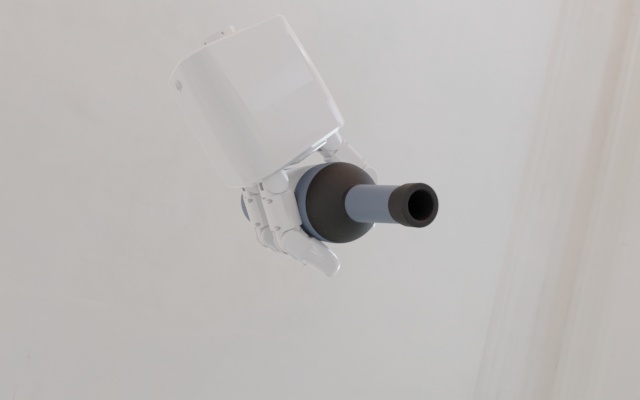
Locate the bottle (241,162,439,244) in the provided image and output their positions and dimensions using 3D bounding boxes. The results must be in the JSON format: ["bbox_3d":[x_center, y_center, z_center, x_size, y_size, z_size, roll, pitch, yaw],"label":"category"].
[{"bbox_3d":[0.000,0.001,0.420,0.069,0.069,0.295,0,1,-24],"label":"bottle"}]
